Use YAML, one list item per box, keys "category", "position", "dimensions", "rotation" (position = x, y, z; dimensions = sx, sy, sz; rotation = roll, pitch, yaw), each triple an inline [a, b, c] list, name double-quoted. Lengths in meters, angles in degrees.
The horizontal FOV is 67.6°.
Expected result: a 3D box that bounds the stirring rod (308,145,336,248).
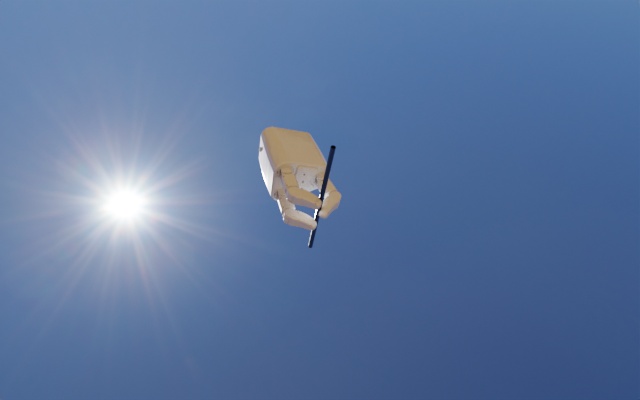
- category: "stirring rod"
  position: [0.000, 0.002, 0.796]
  dimensions: [0.011, 0.011, 0.240]
  rotation: [0, -43, -12]
